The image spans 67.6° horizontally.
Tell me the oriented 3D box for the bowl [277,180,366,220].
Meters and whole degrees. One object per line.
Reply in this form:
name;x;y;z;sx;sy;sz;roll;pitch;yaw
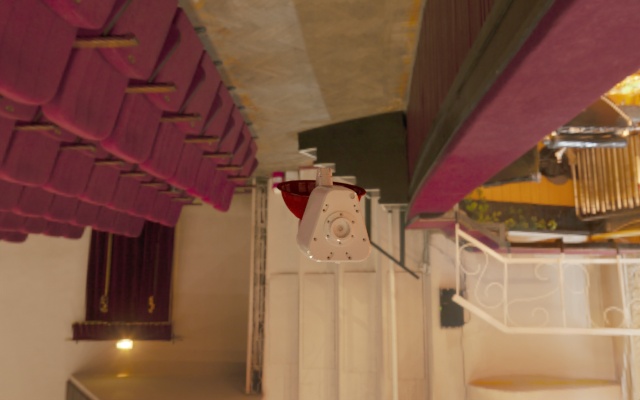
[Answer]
bowl;0.000;0.003;0.866;0.162;0.055;0.162;4;13;-1
